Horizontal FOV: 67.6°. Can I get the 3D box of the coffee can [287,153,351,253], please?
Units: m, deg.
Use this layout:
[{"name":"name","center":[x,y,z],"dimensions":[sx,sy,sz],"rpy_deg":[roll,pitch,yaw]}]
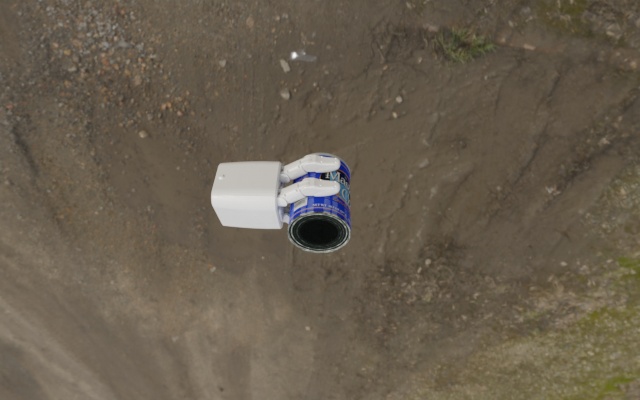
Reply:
[{"name":"coffee can","center":[0.000,0.003,0.810],"dimensions":[0.103,0.140,0.103],"rpy_deg":[1,-43,1]}]
